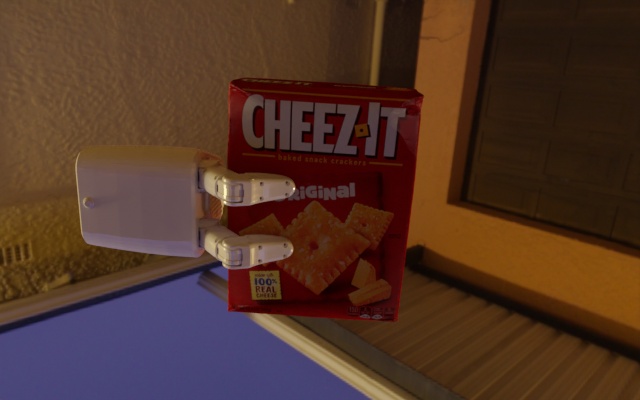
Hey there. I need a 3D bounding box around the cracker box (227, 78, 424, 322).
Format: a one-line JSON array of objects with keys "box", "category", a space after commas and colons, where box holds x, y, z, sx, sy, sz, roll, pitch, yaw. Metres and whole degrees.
[{"box": [0.000, 0.002, 0.443, 0.164, 0.214, 0.072, 4, 17, 2], "category": "cracker box"}]
